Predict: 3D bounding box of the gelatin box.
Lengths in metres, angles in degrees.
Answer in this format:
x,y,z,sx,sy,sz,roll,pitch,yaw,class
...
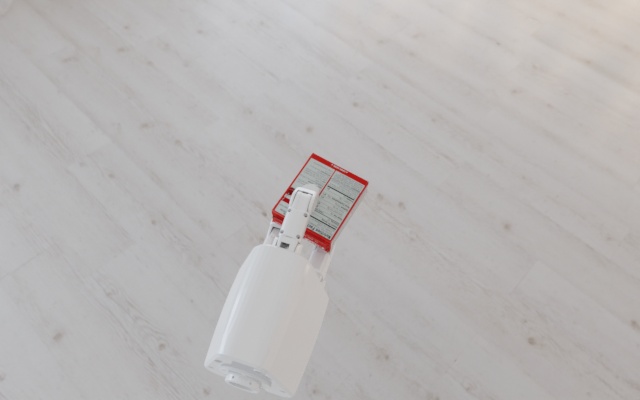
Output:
x,y,z,sx,sy,sz,roll,pitch,yaw,class
0.000,0.001,0.521,0.073,0.089,0.030,28,-24,13,gelatin box
